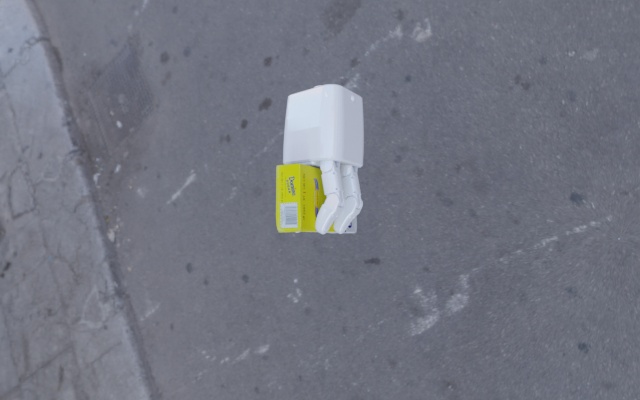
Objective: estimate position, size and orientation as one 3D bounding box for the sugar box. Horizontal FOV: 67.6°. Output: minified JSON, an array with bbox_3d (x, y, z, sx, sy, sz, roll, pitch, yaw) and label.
[{"bbox_3d":[0.001,0.002,0.714,0.048,0.093,0.176,-3,-5,32],"label":"sugar box"}]
